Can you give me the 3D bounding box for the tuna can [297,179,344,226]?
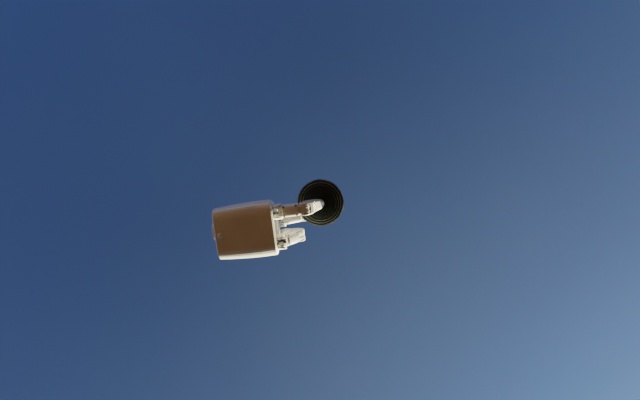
[{"bbox_3d":[0.000,0.003,0.891,0.086,0.086,0.034,0,6,1],"label":"tuna can"}]
